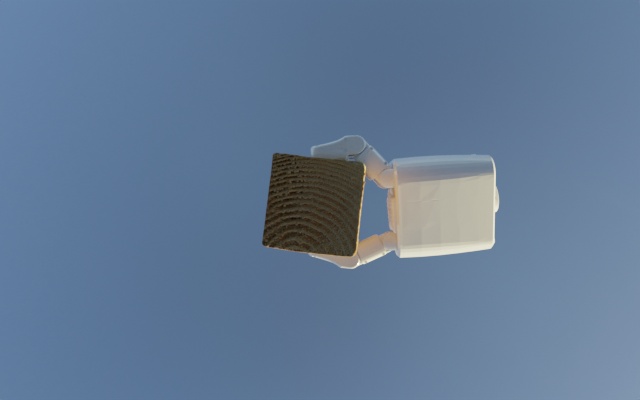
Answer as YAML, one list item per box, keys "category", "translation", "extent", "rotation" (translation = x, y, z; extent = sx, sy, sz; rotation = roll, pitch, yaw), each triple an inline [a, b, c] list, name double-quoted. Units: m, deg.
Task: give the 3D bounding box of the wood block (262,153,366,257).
- category: "wood block"
  translation: [0.000, 0.002, 0.542]
  extent: [0.090, 0.091, 0.206]
  rotation: [6, 1, 4]
